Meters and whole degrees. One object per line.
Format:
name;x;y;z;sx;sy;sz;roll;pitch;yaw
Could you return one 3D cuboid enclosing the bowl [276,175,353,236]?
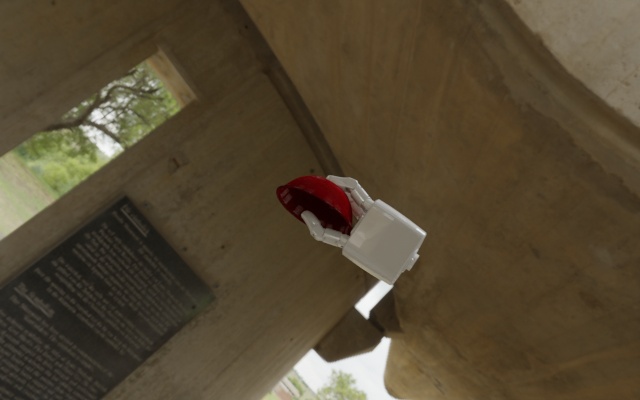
bowl;-0.001;0.002;0.881;0.162;0.055;0.162;26;-22;12
